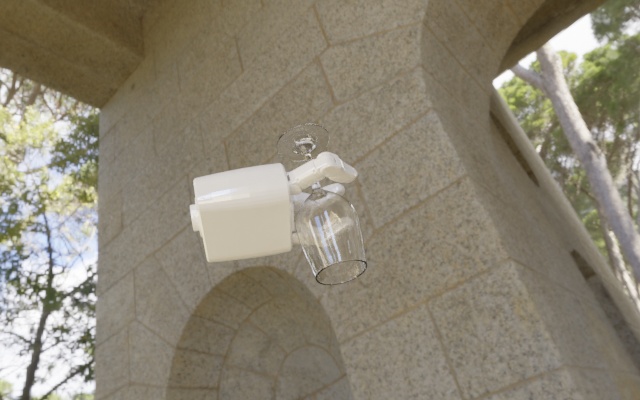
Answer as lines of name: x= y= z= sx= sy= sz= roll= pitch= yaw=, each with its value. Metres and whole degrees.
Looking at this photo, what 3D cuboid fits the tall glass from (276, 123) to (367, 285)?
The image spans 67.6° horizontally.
tall glass: x=0.000 y=0.001 z=0.596 sx=0.079 sy=0.201 sz=0.079 roll=-12 pitch=-32 yaw=-8
